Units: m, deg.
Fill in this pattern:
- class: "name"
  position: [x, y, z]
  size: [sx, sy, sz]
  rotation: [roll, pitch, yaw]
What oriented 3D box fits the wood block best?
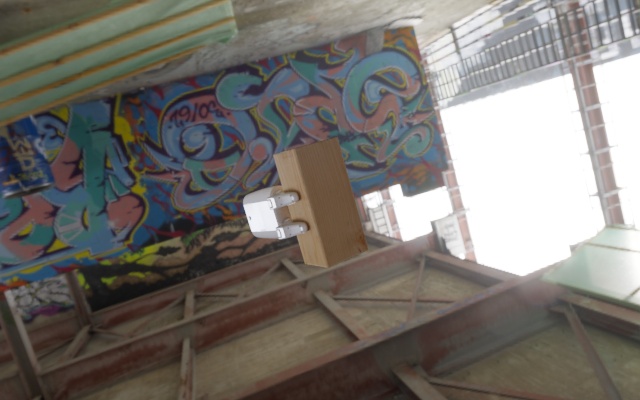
- class: "wood block"
  position: [0.000, 0.003, 0.843]
  size: [0.091, 0.206, 0.090]
  rotation: [-20, 8, -29]
